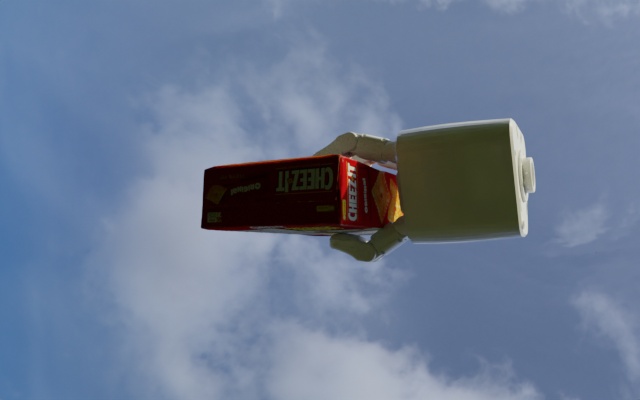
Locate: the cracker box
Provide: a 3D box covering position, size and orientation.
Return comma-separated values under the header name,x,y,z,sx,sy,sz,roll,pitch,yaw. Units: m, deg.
name,x,y,z,sx,sy,sz,roll,pitch,yaw
cracker box,0.000,0.002,0.540,0.164,0.072,0.214,-4,-7,29
